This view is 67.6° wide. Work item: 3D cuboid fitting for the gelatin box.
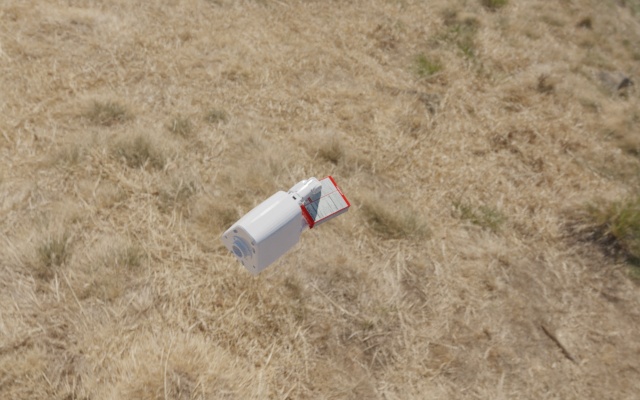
[{"bbox_3d":[0.001,0.003,0.894,0.089,0.073,0.030,-26,-19,-26],"label":"gelatin box"}]
